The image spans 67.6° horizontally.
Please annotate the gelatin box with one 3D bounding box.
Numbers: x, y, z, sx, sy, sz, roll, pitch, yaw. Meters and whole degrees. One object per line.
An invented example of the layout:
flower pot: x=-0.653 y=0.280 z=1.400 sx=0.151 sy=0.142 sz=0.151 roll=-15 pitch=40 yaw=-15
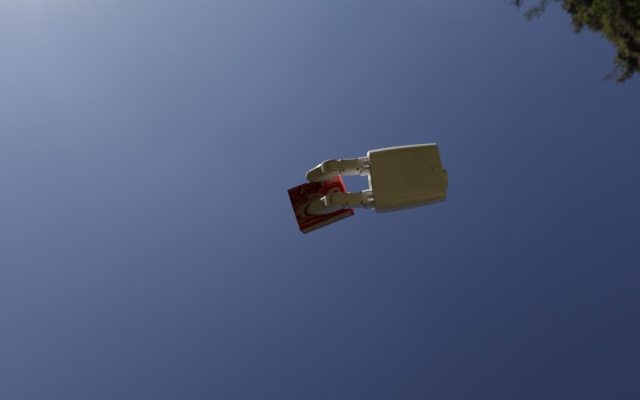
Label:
gelatin box: x=0.000 y=0.003 z=0.757 sx=0.089 sy=0.073 sz=0.030 roll=-22 pitch=-22 yaw=7
